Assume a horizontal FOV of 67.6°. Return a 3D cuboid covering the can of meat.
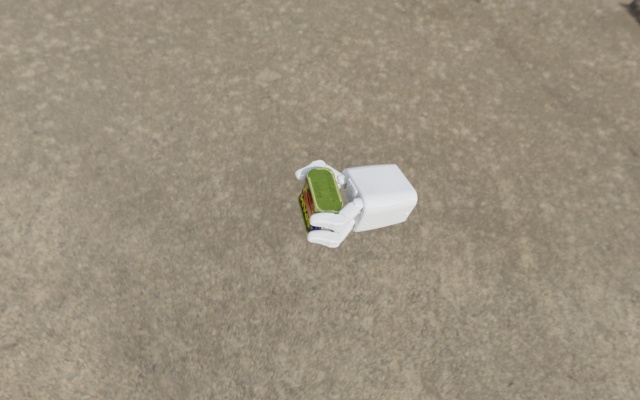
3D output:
[{"bbox_3d":[0.000,0.003,0.862,0.057,0.102,0.084,-6,-32,-17],"label":"can of meat"}]
